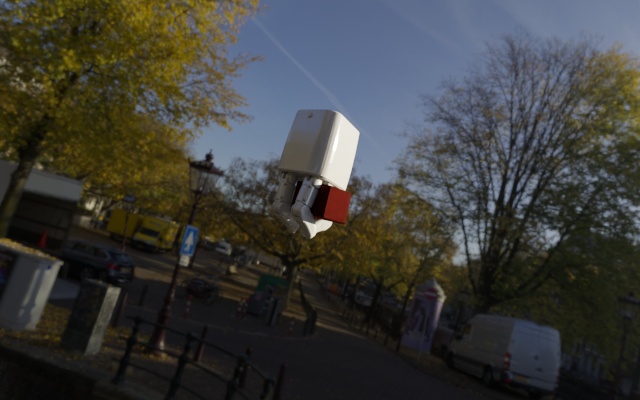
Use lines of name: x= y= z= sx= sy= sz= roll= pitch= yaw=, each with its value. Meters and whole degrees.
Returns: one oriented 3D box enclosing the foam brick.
foam brick: x=0.000 y=0.003 z=0.752 sx=0.078 sy=0.051 sz=0.053 roll=11 pitch=-6 yaw=43
